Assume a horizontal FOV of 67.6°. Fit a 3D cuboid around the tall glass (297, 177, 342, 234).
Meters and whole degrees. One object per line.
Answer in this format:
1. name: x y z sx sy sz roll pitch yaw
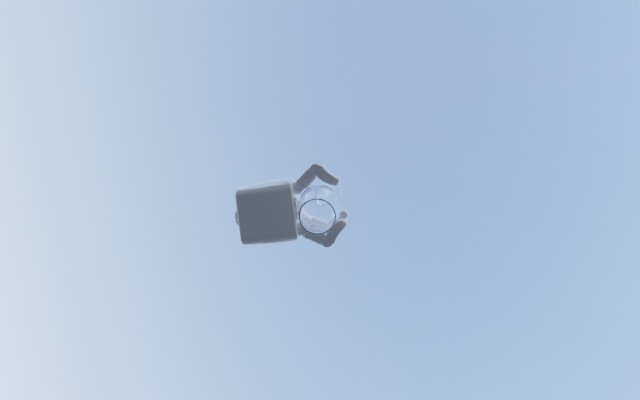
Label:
1. tall glass: 0.000 0.003 0.879 0.079 0.079 0.201 0 14 3
